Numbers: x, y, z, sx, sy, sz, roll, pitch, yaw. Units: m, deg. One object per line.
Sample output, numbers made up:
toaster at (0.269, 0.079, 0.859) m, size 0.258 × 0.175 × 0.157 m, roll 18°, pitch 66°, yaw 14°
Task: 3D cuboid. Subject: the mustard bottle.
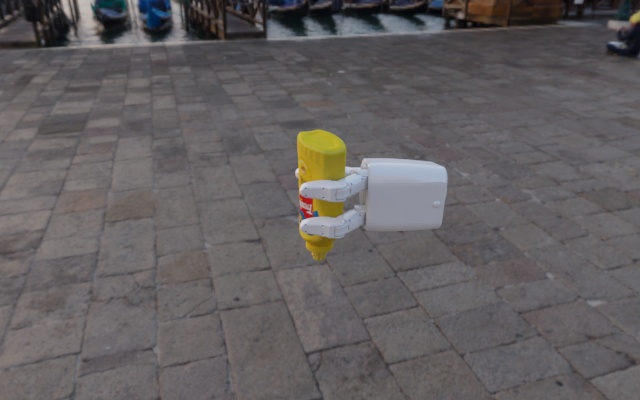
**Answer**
mustard bottle at (0.000, 0.002, 0.686) m, size 0.058 × 0.192 × 0.096 m, roll -11°, pitch 29°, yaw -22°
